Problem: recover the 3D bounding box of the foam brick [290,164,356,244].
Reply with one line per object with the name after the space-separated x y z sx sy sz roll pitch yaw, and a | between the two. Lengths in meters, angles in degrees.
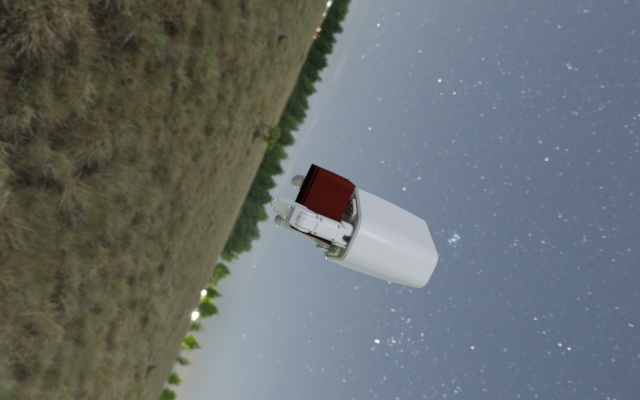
0.000 0.002 0.573 0.051 0.078 0.053 22 8 -11 | foam brick
